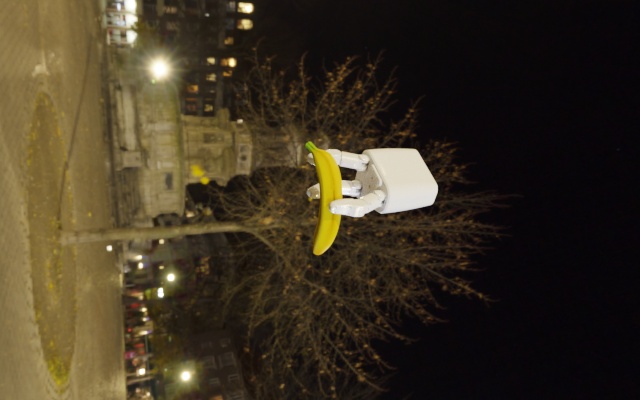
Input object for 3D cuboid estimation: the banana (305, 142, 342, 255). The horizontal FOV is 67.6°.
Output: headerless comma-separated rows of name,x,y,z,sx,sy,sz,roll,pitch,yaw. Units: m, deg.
banana,0.009,0.003,0.794,0.037,0.198,0.069,-9,14,-28
